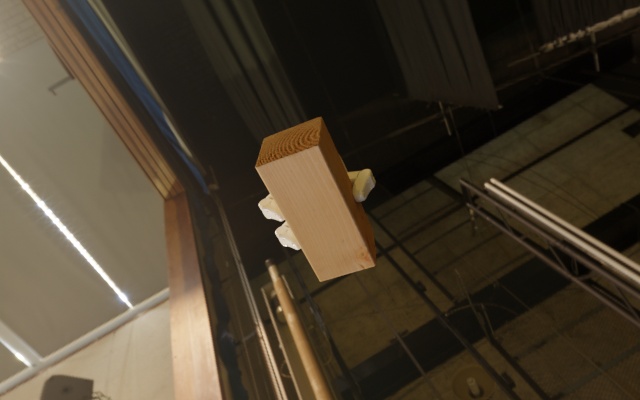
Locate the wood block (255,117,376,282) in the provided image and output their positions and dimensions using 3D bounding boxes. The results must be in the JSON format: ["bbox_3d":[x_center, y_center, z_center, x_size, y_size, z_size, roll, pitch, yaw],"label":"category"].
[{"bbox_3d":[0.000,0.002,0.673,0.091,0.206,0.090,-19,30,14],"label":"wood block"}]
